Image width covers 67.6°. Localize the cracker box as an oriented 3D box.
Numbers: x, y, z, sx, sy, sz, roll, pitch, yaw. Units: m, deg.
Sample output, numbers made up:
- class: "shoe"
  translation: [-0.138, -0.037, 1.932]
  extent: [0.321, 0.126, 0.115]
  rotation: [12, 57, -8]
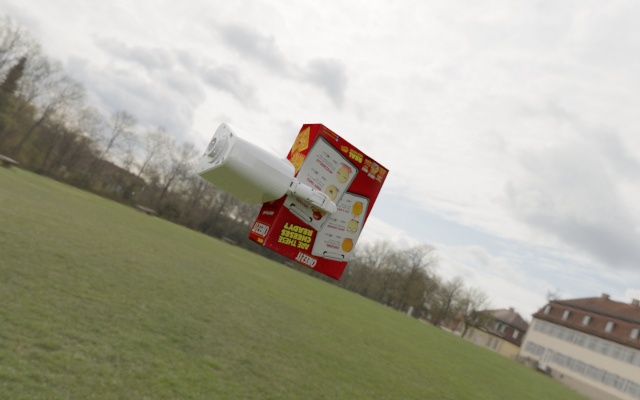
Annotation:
- class: "cracker box"
  translation: [0.000, 0.002, 0.800]
  extent: [0.164, 0.213, 0.072]
  rotation: [30, -8, -31]
